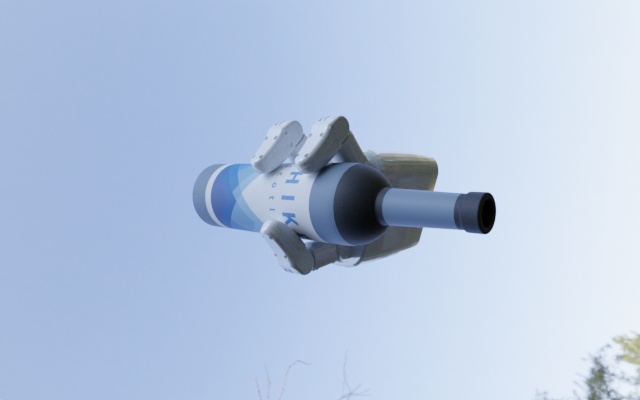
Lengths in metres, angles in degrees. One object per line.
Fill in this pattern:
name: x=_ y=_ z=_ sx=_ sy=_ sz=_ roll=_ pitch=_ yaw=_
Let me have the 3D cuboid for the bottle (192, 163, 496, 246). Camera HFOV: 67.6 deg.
bottle: x=0.000 y=0.001 z=0.406 sx=0.295 sy=0.069 sz=0.069 roll=4 pitch=2 yaw=43
